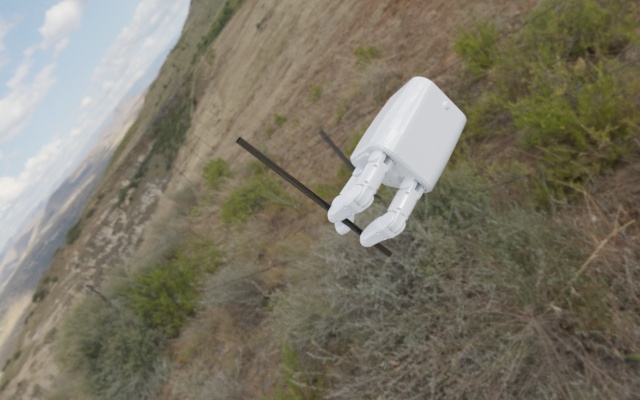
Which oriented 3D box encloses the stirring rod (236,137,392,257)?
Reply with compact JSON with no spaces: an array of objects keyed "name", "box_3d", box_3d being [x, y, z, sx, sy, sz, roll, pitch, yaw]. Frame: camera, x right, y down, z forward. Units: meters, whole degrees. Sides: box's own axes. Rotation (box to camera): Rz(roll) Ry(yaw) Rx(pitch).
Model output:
[{"name":"stirring rod","box_3d":[0.000,0.002,0.556,0.239,0.011,0.011,37,-17,-24]}]
